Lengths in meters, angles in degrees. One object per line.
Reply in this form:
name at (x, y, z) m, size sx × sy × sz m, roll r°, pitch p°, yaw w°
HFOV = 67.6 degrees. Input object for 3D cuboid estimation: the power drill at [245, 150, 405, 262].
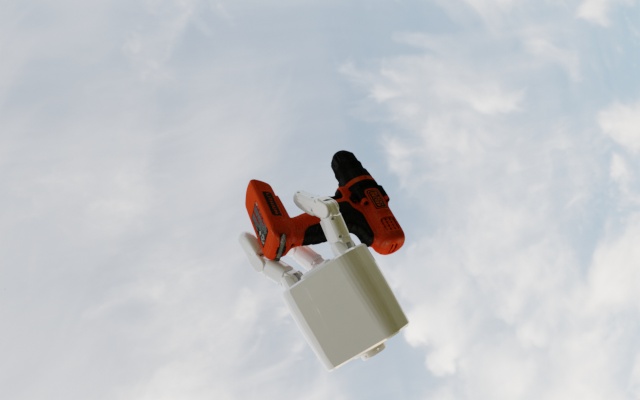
power drill at (0.000, 0.002, 0.636) m, size 0.187 × 0.057 × 0.184 m, roll -8°, pitch 47°, yaw -24°
